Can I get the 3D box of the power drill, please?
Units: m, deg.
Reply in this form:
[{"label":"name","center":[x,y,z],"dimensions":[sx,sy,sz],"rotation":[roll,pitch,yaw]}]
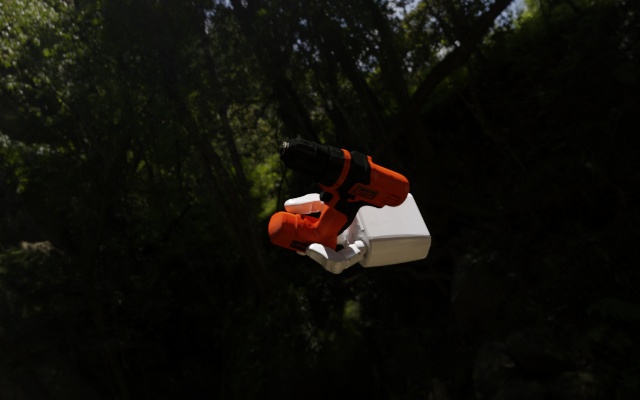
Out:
[{"label":"power drill","center":[0.000,0.002,0.657],"dimensions":[0.184,0.057,0.188],"rotation":[20,-42,-22]}]
